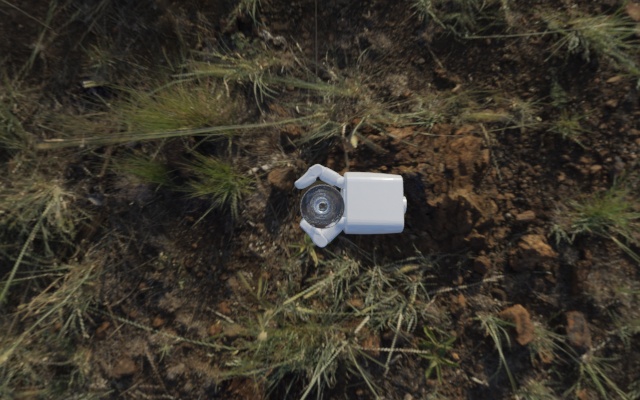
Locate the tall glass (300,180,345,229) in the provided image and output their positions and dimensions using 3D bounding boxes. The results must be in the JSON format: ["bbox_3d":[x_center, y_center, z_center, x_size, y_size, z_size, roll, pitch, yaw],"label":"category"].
[{"bbox_3d":[0.000,0.003,0.891,0.079,0.079,0.201,0,5,-3],"label":"tall glass"}]
